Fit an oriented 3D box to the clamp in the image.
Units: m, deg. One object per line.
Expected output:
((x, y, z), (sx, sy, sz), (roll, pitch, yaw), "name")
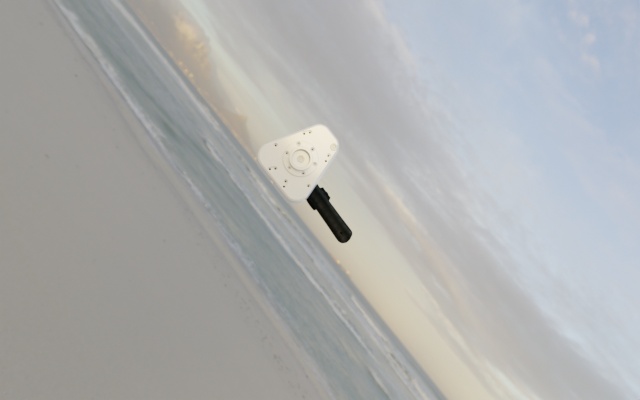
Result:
((0.001, 0.002, 0.779), (0.039, 0.171, 0.120), (-39, 4, -4), "clamp")
